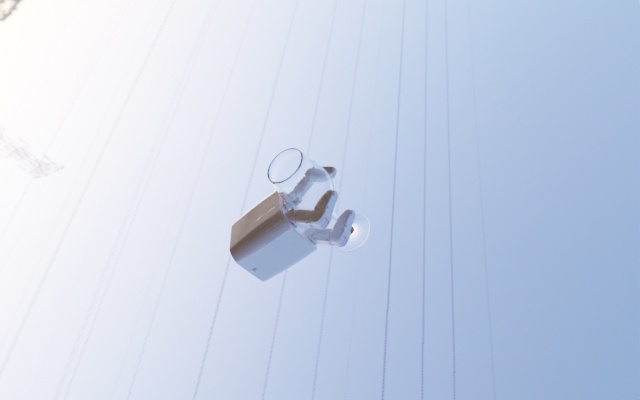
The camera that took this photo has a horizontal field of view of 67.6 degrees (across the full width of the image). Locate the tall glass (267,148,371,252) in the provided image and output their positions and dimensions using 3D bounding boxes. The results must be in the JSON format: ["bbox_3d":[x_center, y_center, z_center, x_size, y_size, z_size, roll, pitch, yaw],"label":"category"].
[{"bbox_3d":[0.001,0.003,0.748,0.079,0.079,0.201,0,-32,38],"label":"tall glass"}]
